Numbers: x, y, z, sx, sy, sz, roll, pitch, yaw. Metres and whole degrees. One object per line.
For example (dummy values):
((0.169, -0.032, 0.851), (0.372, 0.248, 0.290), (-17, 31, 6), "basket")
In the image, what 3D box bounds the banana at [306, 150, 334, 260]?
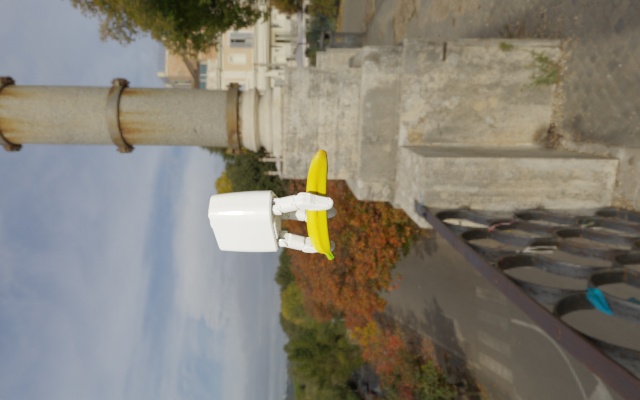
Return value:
((-0.003, 0.005, 0.828), (0.037, 0.198, 0.069), (-3, -5, 11), "banana")
